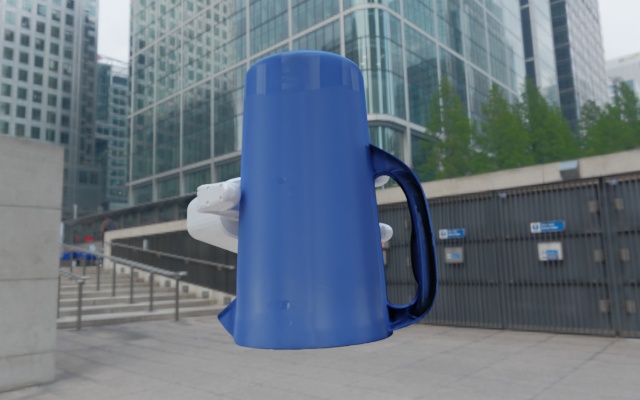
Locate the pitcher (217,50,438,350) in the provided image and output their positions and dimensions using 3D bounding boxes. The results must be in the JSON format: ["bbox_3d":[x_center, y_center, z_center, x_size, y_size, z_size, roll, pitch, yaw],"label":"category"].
[{"bbox_3d":[0.000,0.001,0.417,0.149,0.243,0.145,3,-10,-32],"label":"pitcher"}]
